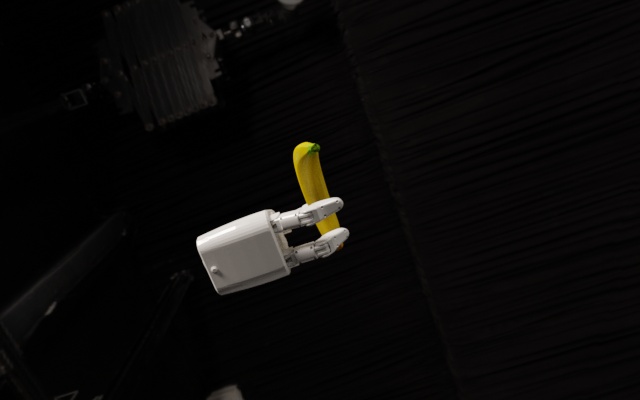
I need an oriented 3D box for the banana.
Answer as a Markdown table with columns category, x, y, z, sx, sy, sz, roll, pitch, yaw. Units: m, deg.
| category | x | y | z | sx | sy | sz | roll | pitch | yaw |
| --- | --- | --- | --- | --- | --- | --- | --- | --- | --- |
| banana | -0.006 | -0.011 | 0.687 | 0.037 | 0.198 | 0.069 | -20 | 41 | -4 |
